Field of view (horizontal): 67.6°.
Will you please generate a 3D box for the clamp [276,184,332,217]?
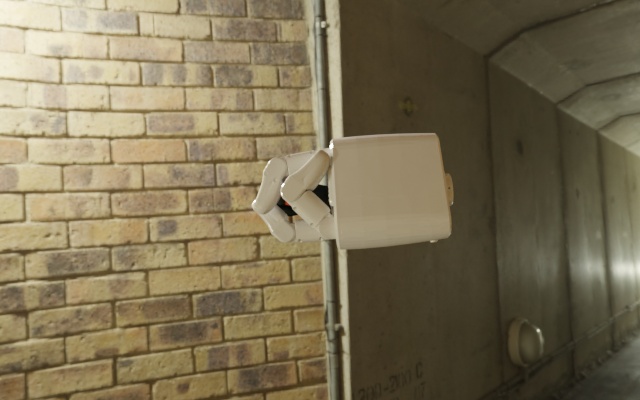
[{"bbox_3d":[0.000,0.001,0.566,0.120,0.039,0.171,-4,-5,4],"label":"clamp"}]
